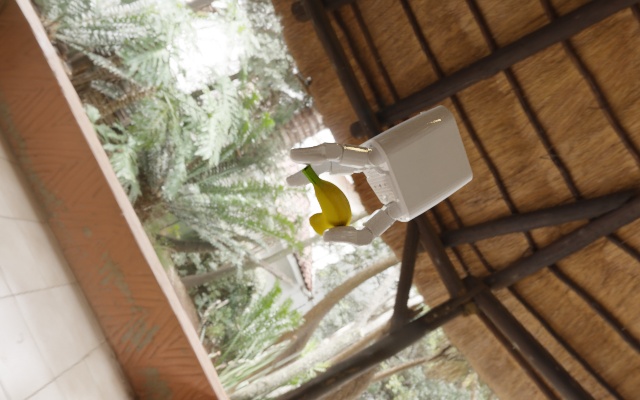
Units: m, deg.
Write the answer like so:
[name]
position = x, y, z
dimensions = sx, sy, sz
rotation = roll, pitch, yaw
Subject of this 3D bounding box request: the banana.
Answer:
[banana]
position = 0.011, 0.015, 0.624
dimensions = 0.037, 0.069, 0.198
rotation = -32, -18, -12
